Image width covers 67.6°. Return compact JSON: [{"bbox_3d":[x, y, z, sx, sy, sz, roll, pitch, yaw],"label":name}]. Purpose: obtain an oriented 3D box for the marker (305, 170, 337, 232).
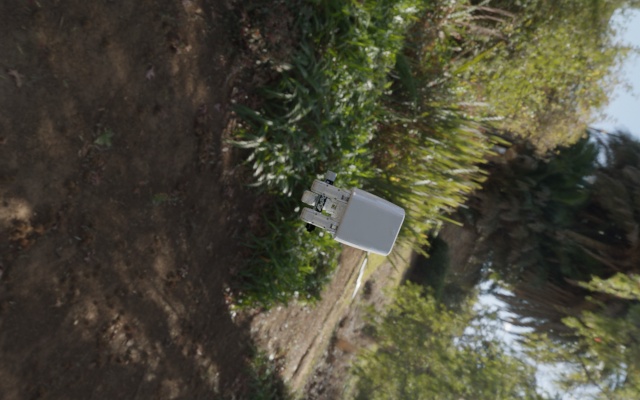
[{"bbox_3d":[0.000,0.003,0.894,0.020,0.121,0.020,21,4,-2],"label":"marker"}]
